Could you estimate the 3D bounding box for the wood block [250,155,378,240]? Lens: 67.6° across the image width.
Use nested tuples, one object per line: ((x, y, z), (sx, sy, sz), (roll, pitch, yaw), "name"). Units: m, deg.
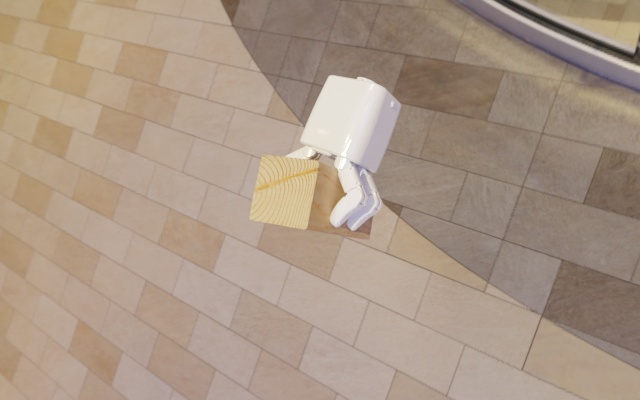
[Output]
((0.000, 0.002, 0.695), (0.091, 0.090, 0.206), (9, -4, 29), "wood block")
